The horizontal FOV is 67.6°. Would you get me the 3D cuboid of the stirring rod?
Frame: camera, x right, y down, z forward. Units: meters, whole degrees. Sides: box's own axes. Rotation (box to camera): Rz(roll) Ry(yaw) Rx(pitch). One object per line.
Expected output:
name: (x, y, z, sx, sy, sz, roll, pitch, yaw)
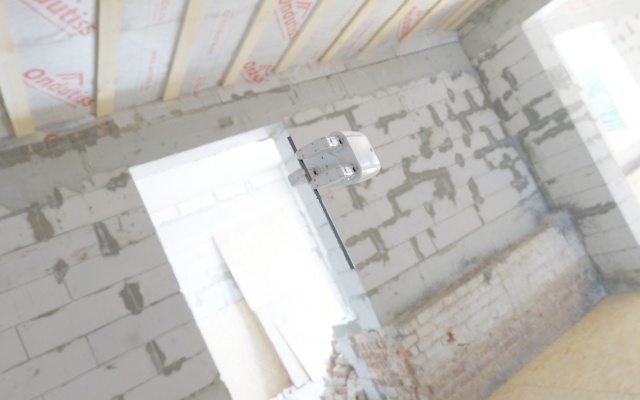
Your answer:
stirring rod: (0.000, 0.003, 0.780, 0.011, 0.239, 0.011, -26, -4, -2)
